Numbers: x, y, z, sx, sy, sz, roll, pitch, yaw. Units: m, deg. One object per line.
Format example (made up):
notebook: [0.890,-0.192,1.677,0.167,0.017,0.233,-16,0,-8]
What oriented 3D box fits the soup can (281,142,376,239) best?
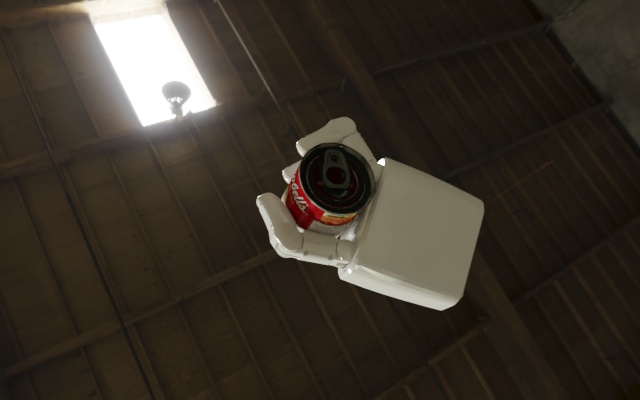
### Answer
soup can: [-0.001,0.001,0.440,0.068,0.068,0.102,0,-24,-19]
